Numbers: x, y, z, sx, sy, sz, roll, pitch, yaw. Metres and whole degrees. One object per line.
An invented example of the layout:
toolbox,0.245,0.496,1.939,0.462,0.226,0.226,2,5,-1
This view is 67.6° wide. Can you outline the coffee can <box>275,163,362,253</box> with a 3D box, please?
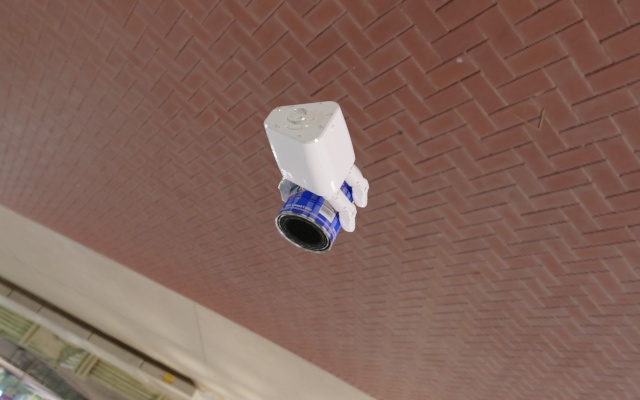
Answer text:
coffee can,0.000,0.003,0.810,0.103,0.140,0.103,20,-34,14
